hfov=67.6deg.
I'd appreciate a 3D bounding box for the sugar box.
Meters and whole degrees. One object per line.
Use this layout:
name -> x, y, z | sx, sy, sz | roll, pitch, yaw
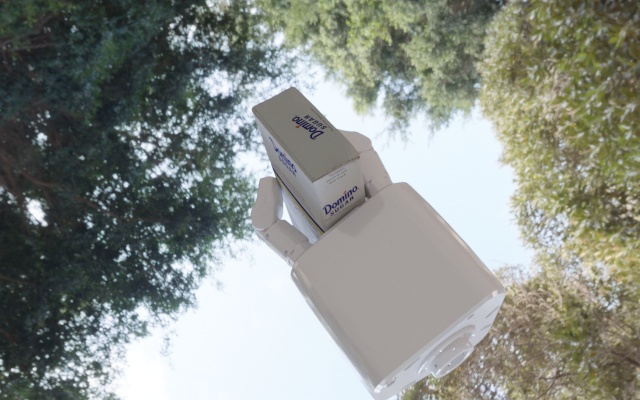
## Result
sugar box -> 0.001, 0.001, 0.402 | 0.048, 0.093, 0.176 | -29, -35, -15
